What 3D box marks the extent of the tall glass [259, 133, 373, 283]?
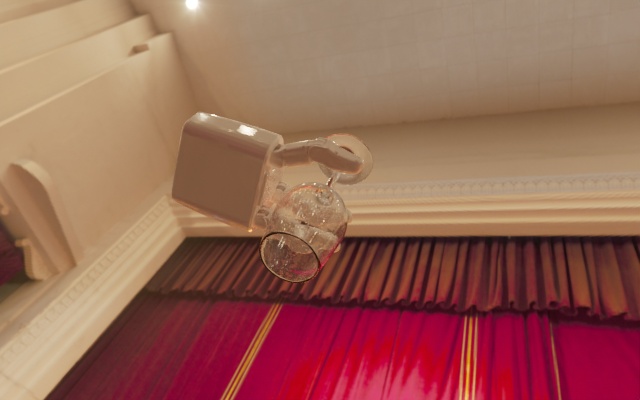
[{"bbox_3d":[0.000,0.001,0.528,0.079,0.079,0.201,0,33,21],"label":"tall glass"}]
